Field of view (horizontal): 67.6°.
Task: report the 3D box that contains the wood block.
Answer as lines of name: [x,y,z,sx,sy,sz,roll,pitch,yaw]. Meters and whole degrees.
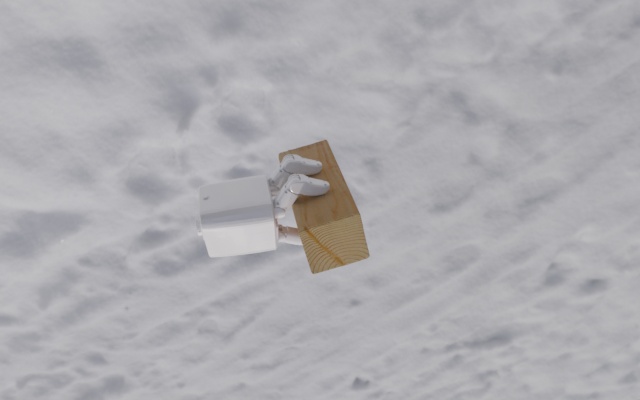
wood block: [0.000,0.003,0.747,0.090,0.091,0.206,-17,39,-2]
